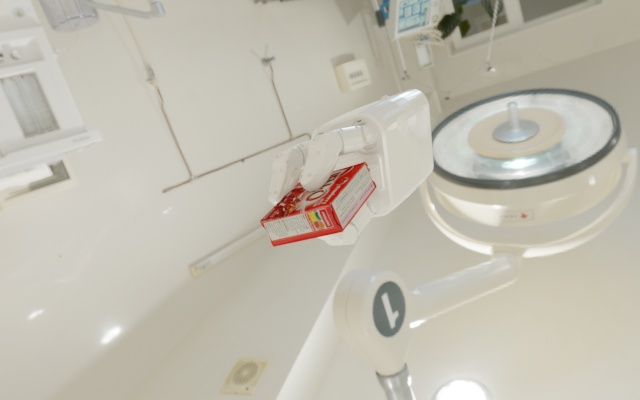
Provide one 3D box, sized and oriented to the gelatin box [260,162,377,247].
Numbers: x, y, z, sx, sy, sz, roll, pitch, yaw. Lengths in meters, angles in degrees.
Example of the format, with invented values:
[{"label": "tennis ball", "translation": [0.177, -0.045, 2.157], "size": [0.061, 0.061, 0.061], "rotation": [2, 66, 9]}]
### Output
[{"label": "gelatin box", "translation": [0.000, 0.002, 0.424], "size": [0.073, 0.030, 0.089], "rotation": [-14, 20, 32]}]
